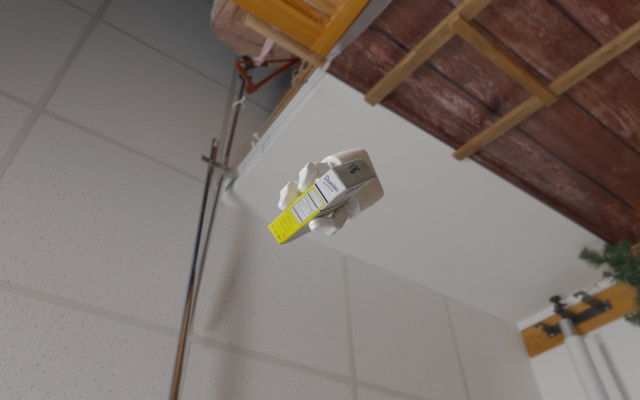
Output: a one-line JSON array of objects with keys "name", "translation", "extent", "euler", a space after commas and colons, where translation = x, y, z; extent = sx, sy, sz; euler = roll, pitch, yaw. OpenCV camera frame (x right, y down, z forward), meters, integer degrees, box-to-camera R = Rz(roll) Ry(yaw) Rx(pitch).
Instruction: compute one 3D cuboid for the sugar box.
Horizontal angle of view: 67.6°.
[{"name": "sugar box", "translation": [0.000, 0.002, 0.774], "extent": [0.176, 0.048, 0.093], "euler": [-44, -13, 36]}]
